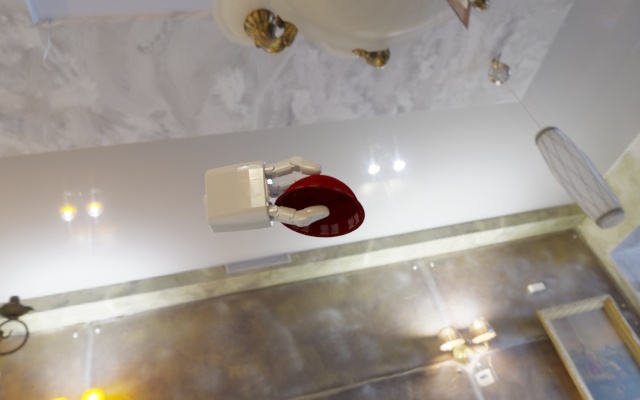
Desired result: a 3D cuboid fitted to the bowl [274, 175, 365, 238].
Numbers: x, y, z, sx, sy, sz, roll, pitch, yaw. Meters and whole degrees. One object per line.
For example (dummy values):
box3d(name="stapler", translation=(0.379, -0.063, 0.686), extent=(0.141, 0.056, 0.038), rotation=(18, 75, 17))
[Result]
box3d(name="bowl", translation=(0.001, 0.003, 0.851), extent=(0.162, 0.055, 0.162), rotation=(4, -35, 3))
